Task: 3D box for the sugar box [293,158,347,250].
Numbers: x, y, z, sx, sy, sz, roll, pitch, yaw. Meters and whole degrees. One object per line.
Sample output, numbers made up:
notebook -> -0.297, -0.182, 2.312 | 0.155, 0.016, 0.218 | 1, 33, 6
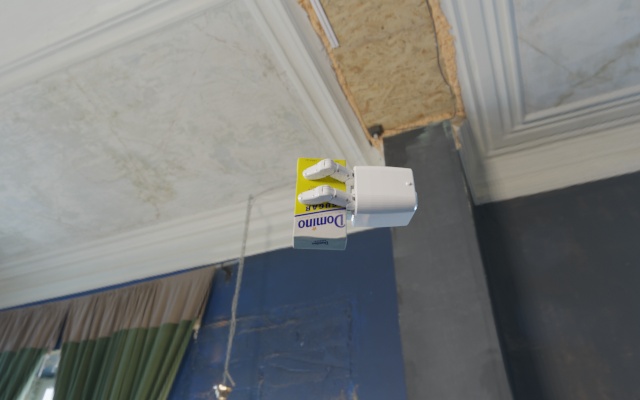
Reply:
sugar box -> 0.000, 0.002, 0.858 | 0.093, 0.176, 0.048 | 2, -38, -2
